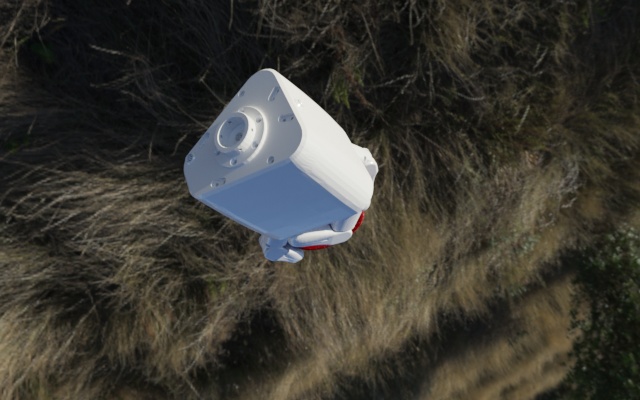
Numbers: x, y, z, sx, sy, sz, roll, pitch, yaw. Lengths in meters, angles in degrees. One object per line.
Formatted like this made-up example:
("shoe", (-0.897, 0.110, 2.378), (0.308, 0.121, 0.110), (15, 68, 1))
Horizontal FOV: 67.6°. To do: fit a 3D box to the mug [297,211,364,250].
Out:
("mug", (0.001, 0.002, 0.506), (0.093, 0.081, 0.117), (-35, -34, 15))
